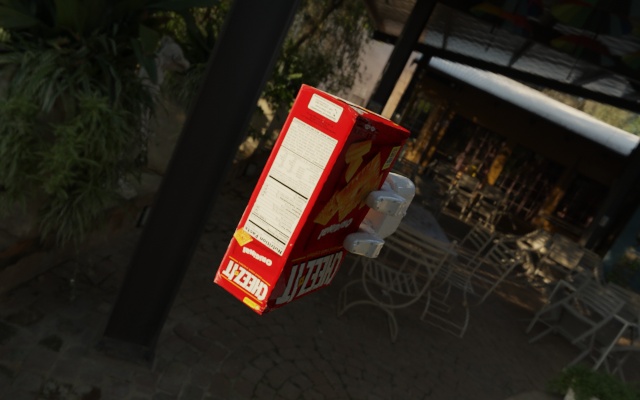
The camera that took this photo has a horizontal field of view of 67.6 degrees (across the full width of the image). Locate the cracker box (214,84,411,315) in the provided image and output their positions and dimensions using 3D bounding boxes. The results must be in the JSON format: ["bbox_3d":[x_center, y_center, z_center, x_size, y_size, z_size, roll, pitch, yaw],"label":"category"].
[{"bbox_3d":[0.000,0.001,0.507,0.072,0.214,0.164,31,14,22],"label":"cracker box"}]
